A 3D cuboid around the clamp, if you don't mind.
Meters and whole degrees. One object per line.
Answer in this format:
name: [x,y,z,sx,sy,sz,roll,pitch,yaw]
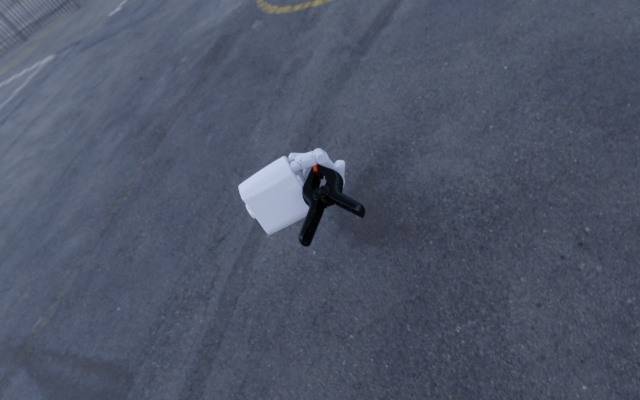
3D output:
clamp: [0.000,0.002,0.823,0.120,0.039,0.171,-30,37,3]
